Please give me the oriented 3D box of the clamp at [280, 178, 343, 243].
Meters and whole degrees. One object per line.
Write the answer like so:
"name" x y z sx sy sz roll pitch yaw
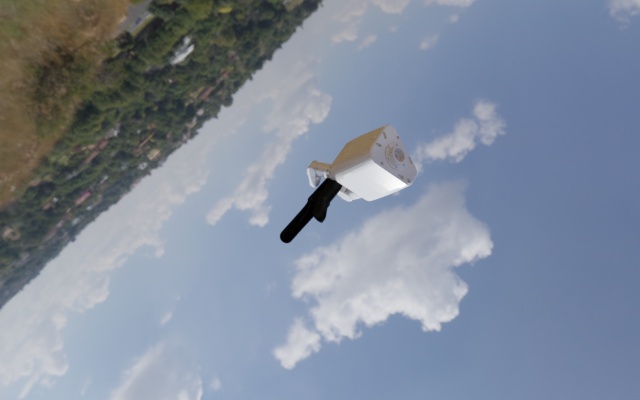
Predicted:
"clamp" 0.001 0.003 0.869 0.120 0.039 0.171 -21 28 51
